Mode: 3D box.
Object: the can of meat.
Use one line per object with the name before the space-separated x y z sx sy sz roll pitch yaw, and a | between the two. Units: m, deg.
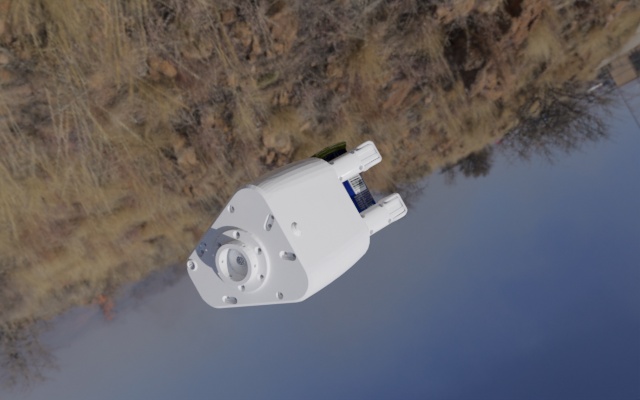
can of meat | 0.000 0.002 0.486 0.102 0.084 0.057 -30 -1 26
